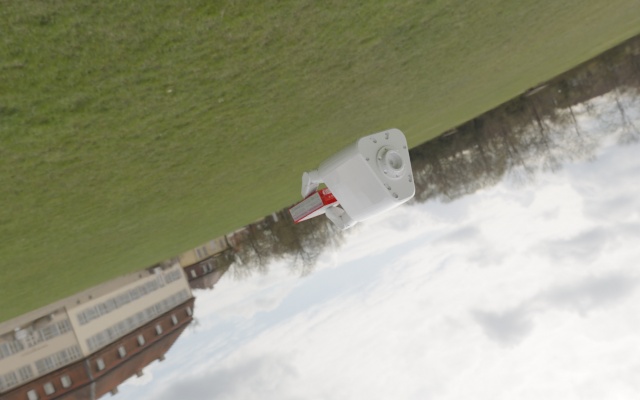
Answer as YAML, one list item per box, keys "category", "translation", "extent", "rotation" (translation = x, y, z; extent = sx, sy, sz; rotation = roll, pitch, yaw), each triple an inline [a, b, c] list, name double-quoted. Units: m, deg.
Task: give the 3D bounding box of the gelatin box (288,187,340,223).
- category: "gelatin box"
  translation: [0.000, 0.003, 0.815]
  extent: [0.073, 0.030, 0.089]
  rotation: [-18, -10, -45]
